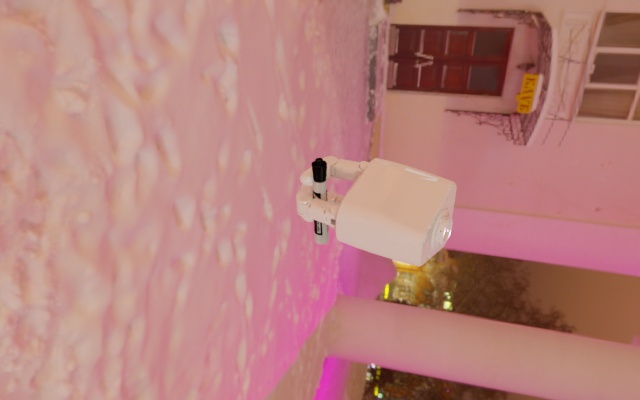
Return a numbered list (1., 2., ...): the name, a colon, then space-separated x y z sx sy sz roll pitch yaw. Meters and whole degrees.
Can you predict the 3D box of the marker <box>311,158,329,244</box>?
1. marker: 0.000 0.002 0.597 0.020 0.121 0.020 -1 33 1
